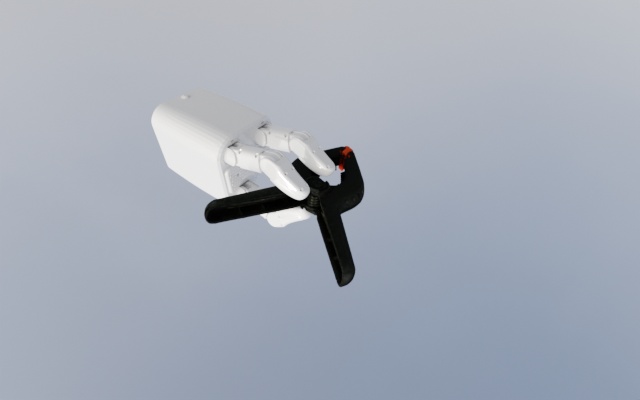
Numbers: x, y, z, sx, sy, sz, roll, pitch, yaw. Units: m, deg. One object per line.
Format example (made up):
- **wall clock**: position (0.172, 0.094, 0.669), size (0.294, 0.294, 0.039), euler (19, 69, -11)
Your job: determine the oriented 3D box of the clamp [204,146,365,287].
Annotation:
- **clamp**: position (0.000, 0.002, 0.533), size (0.164, 0.036, 0.210), euler (30, 41, 16)
